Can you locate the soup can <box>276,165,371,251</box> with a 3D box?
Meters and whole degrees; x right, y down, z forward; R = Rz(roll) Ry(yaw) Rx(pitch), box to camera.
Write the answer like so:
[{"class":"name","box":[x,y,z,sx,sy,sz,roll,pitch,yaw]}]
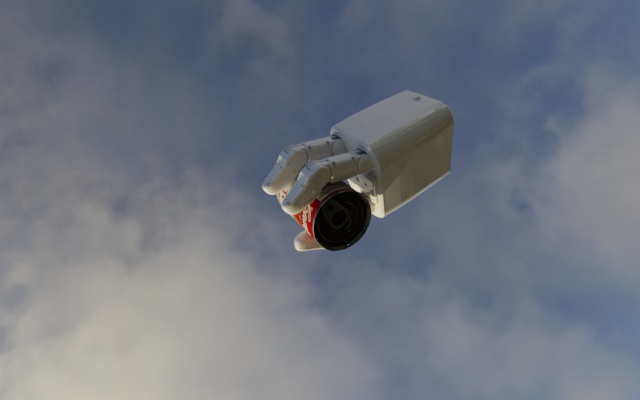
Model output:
[{"class":"soup can","box":[0.000,0.002,0.524,0.068,0.068,0.102,0,23,-30]}]
